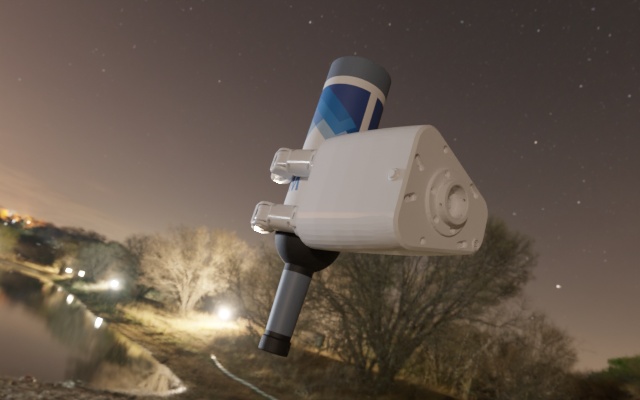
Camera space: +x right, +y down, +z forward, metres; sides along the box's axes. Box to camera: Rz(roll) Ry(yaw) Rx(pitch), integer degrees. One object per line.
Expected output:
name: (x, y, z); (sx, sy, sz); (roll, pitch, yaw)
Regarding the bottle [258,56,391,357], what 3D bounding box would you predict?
bottle: (0.000, 0.001, 0.467); (0.069, 0.295, 0.069); (16, -16, 5)
